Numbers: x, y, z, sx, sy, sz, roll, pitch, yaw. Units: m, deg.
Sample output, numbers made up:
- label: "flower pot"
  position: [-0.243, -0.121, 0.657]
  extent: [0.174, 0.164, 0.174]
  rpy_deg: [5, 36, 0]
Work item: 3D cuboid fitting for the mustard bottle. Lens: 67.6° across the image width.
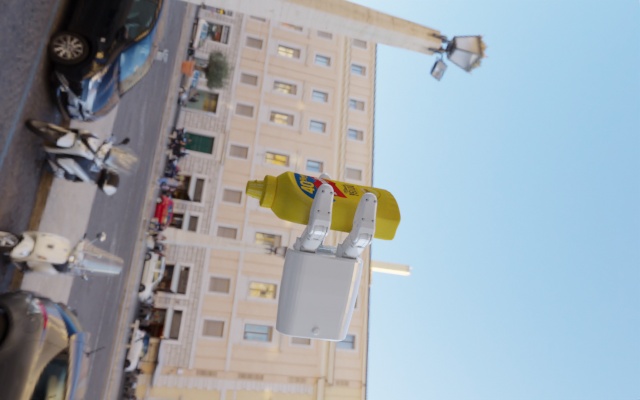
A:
- label: "mustard bottle"
  position: [0.000, 0.002, 0.610]
  extent: [0.191, 0.058, 0.096]
  rpy_deg: [11, 25, -15]
